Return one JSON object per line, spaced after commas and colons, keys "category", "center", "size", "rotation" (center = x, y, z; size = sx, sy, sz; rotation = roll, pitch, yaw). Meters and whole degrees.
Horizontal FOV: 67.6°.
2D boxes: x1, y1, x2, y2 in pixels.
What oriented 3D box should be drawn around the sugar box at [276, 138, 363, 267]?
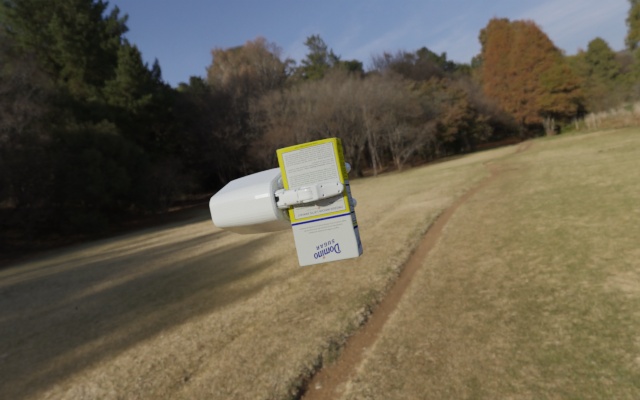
{"category": "sugar box", "center": [0.000, 0.002, 0.706], "size": [0.093, 0.176, 0.048], "rotation": [-11, 2, 15]}
